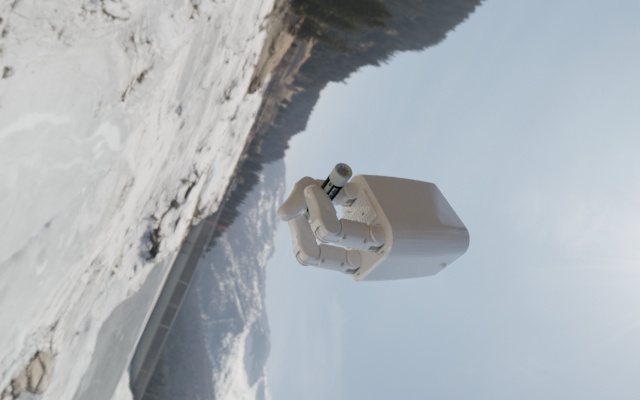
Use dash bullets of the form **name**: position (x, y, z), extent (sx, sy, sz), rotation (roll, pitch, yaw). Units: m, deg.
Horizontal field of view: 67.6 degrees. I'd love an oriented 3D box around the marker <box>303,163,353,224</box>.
- **marker**: position (0.000, 0.002, 0.505), extent (0.020, 0.020, 0.121), rotation (0, -31, -26)
